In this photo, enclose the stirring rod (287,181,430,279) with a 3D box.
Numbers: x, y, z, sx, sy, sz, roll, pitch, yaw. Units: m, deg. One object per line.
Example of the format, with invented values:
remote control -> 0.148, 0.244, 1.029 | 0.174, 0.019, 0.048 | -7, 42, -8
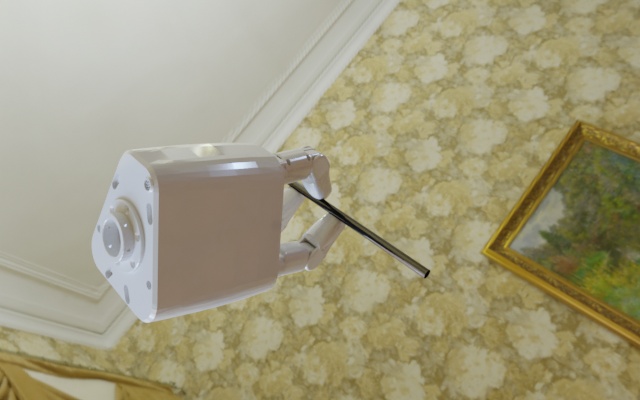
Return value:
stirring rod -> 0.000, 0.001, 0.439 | 0.239, 0.011, 0.011 | 34, 20, 33
